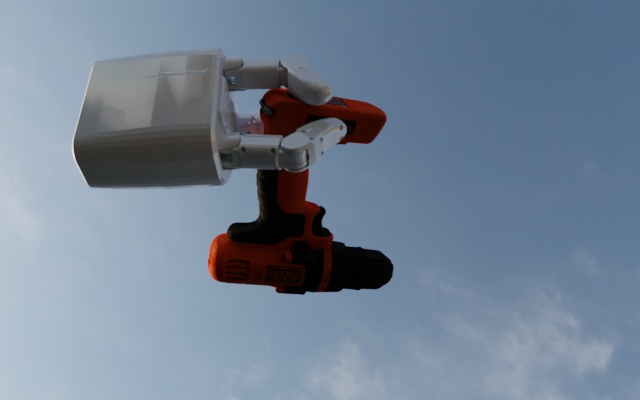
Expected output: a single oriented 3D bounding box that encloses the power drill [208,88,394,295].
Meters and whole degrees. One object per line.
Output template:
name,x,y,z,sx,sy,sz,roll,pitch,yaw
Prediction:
power drill,0.000,0.001,0.438,0.184,0.188,0.057,6,21,-19
